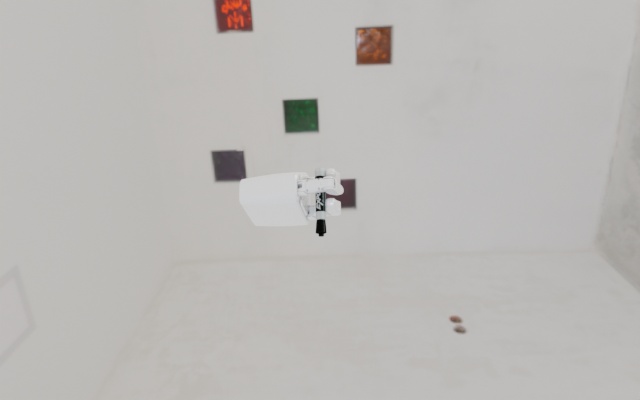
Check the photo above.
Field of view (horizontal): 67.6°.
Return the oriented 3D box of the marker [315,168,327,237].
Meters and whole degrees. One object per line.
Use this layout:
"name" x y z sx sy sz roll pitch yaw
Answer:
"marker" 0.000 0.003 0.825 0.020 0.121 0.020 -1 -16 0
